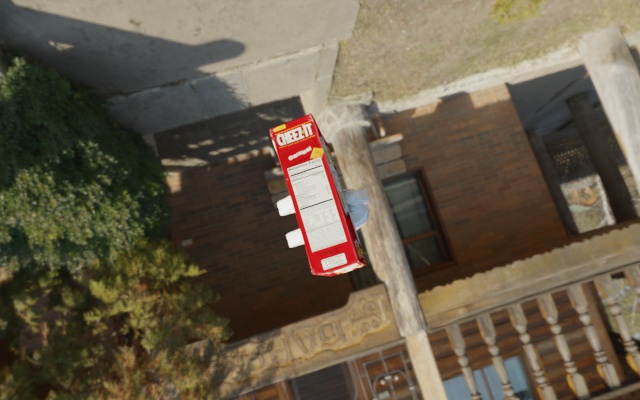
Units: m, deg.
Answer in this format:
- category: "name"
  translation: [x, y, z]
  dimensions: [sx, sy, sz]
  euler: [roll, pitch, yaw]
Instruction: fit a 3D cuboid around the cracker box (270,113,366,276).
- category: "cracker box"
  translation: [0.000, 0.002, 0.707]
  dimensions: [0.072, 0.213, 0.164]
  euler: [-19, -11, 5]
